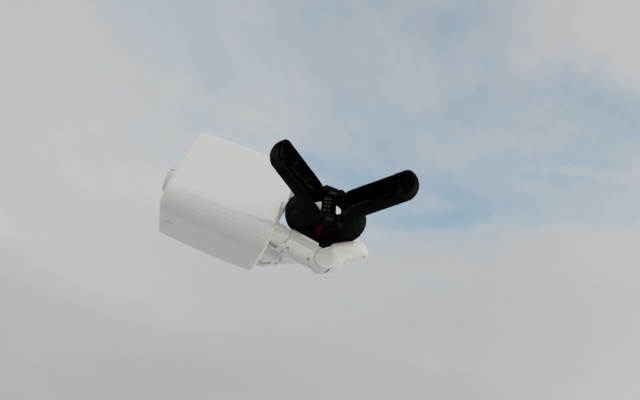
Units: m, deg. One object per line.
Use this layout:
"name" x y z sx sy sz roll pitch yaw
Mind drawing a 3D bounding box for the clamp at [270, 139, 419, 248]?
"clamp" 0.000 0.001 0.436 0.120 0.039 0.171 23 -30 -8
